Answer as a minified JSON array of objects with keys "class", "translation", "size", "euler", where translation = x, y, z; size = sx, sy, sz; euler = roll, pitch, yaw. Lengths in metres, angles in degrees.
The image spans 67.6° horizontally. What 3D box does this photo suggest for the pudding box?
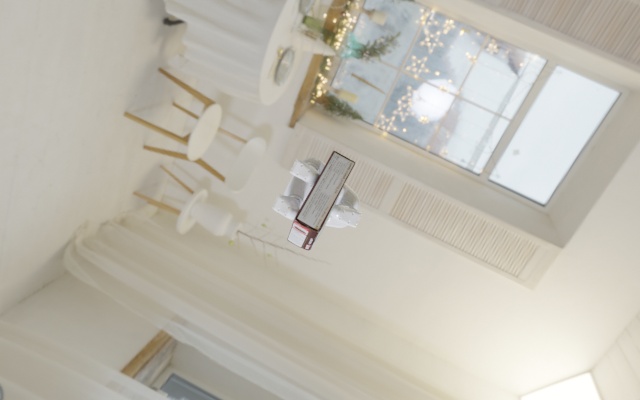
[{"class":"pudding box","translation":[0.000,0.002,0.633],"size":[0.039,0.113,0.090],"euler":[26,-23,2]}]
